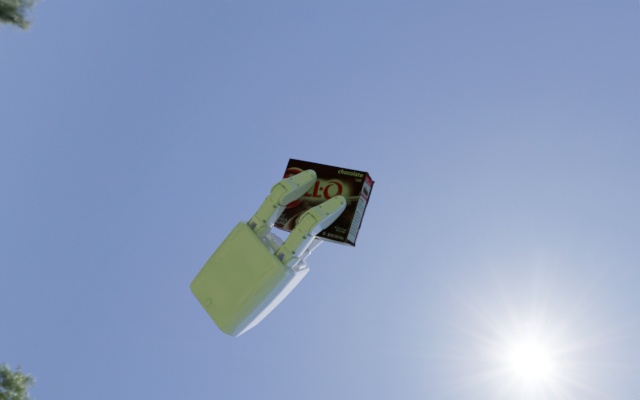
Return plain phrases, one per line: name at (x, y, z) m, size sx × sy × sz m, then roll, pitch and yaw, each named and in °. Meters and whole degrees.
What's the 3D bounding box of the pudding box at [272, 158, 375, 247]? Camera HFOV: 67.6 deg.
pudding box at (0.000, 0.002, 0.589) m, size 0.113 × 0.090 × 0.039 m, roll 12°, pitch -12°, yaw 25°
